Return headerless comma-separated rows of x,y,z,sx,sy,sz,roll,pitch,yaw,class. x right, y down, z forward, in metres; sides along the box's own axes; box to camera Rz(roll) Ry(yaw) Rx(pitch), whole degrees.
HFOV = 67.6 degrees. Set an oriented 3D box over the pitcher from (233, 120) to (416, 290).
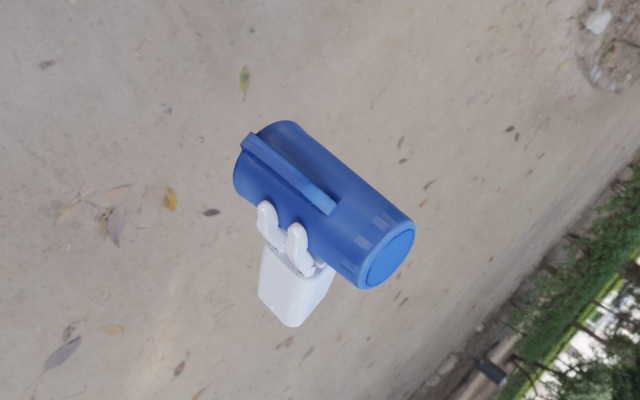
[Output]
0.000,0.002,0.632,0.149,0.145,0.242,-23,51,-41,pitcher
